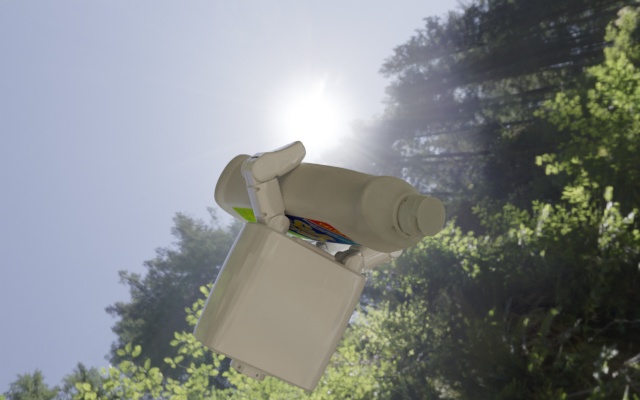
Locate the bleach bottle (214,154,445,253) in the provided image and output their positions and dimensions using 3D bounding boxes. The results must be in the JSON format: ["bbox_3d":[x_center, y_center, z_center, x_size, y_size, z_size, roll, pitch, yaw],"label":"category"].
[{"bbox_3d":[0.000,0.001,0.429,0.102,0.068,0.251,35,-17,-31],"label":"bleach bottle"}]
